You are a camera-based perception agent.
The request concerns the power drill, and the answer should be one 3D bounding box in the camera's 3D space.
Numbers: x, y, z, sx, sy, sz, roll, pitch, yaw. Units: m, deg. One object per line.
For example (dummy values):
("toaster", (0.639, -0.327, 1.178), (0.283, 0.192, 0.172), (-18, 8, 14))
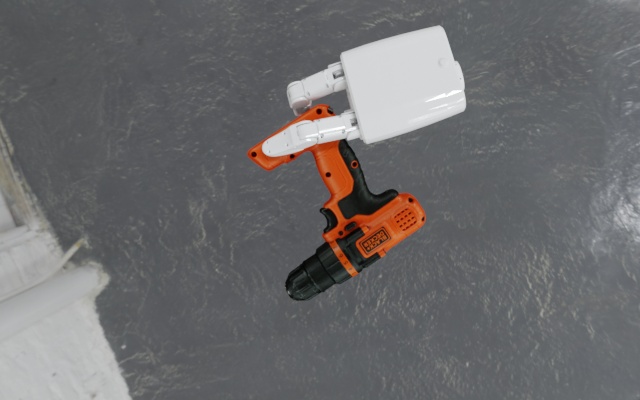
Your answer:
("power drill", (0.000, 0.001, 0.543), (0.184, 0.188, 0.057), (-34, 10, 1))
